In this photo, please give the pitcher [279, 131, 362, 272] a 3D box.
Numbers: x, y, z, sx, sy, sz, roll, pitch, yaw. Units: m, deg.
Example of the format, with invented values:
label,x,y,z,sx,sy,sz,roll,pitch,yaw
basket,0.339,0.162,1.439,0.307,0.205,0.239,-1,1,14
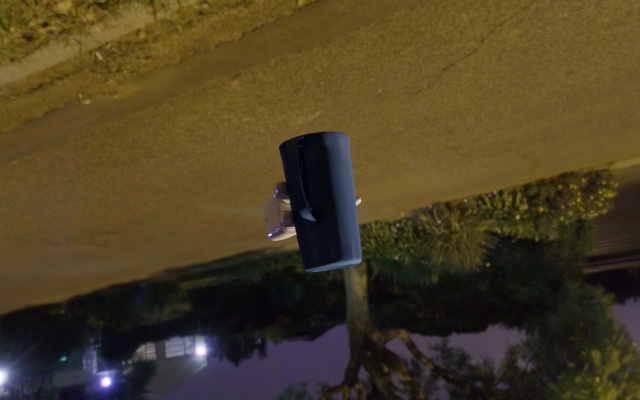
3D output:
label,x,y,z,sx,sy,sz,roll,pitch,yaw
pitcher,0.000,0.003,0.867,0.149,0.242,0.145,-5,-11,-24
